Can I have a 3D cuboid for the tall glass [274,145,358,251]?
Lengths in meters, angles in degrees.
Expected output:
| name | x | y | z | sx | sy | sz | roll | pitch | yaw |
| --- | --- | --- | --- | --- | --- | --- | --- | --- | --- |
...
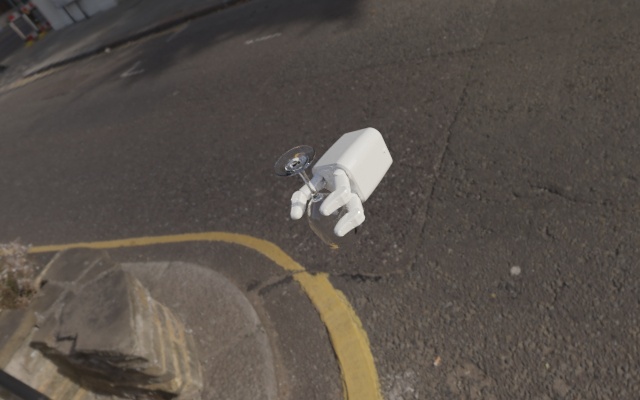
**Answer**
| name | x | y | z | sx | sy | sz | roll | pitch | yaw |
| --- | --- | --- | --- | --- | --- | --- | --- | --- | --- |
| tall glass | 0.000 | 0.002 | 0.833 | 0.079 | 0.079 | 0.201 | 0 | -43 | 35 |
